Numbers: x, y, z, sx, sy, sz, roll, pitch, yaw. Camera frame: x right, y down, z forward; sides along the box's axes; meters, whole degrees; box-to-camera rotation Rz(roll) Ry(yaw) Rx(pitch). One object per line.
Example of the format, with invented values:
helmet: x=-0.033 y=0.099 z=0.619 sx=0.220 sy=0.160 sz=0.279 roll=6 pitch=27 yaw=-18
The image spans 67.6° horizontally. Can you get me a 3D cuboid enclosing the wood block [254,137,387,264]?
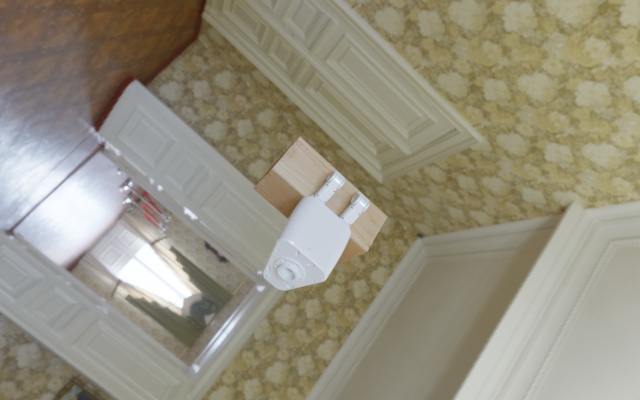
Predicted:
wood block: x=0.000 y=0.003 z=0.827 sx=0.091 sy=0.206 sz=0.090 roll=-36 pitch=15 yaw=52
